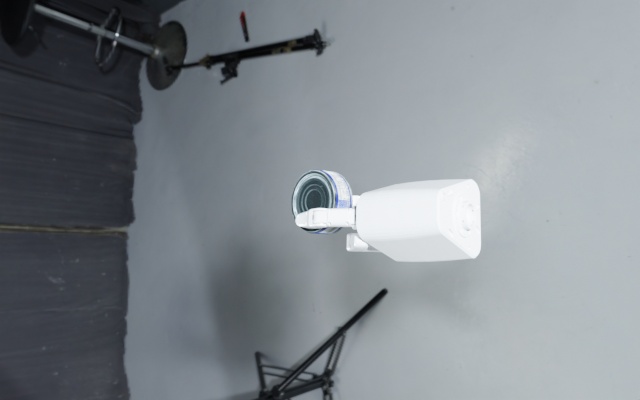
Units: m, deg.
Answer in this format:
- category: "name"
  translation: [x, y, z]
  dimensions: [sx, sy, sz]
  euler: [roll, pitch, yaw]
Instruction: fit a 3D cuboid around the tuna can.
- category: "tuna can"
  translation: [0.000, 0.002, 0.635]
  dimensions: [0.086, 0.086, 0.034]
  euler: [0, -4, 45]
